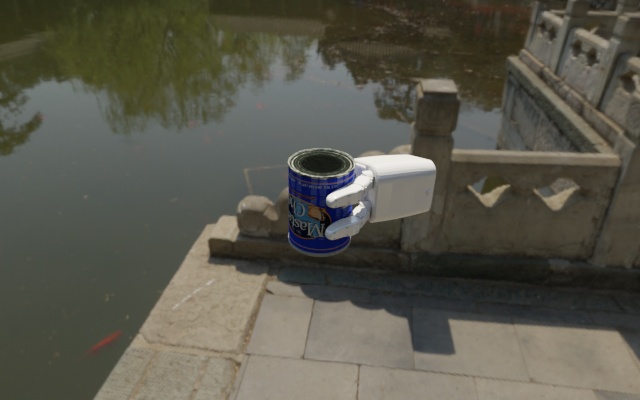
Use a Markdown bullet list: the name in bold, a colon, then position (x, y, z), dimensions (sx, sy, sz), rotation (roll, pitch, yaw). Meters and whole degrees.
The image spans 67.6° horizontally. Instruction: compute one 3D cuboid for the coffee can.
- **coffee can**: position (0.000, 0.003, 0.751), dimensions (0.103, 0.140, 0.102), rotation (1, 30, -1)
